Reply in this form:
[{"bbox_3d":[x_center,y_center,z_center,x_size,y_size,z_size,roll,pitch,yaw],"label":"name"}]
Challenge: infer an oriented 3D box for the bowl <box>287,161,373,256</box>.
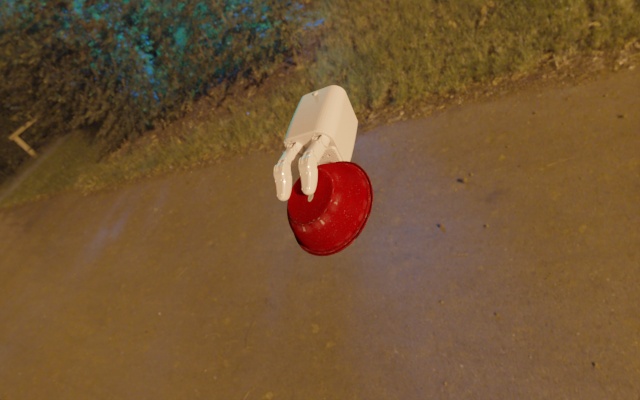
[{"bbox_3d":[0.000,0.003,0.742,0.162,0.162,0.055,0,-20,41],"label":"bowl"}]
